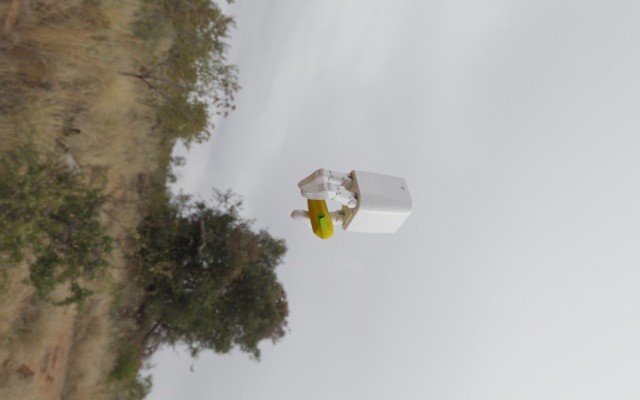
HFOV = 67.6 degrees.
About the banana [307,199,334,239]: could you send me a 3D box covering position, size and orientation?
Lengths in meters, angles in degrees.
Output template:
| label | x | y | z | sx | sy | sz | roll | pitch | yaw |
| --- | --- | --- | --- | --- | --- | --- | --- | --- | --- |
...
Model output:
| label | x | y | z | sx | sy | sz | roll | pitch | yaw |
| --- | --- | --- | --- | --- | --- | --- | --- | --- | --- |
| banana | 0.000 | 0.022 | 0.861 | 0.037 | 0.070 | 0.197 | -1 | 20 | -8 |
